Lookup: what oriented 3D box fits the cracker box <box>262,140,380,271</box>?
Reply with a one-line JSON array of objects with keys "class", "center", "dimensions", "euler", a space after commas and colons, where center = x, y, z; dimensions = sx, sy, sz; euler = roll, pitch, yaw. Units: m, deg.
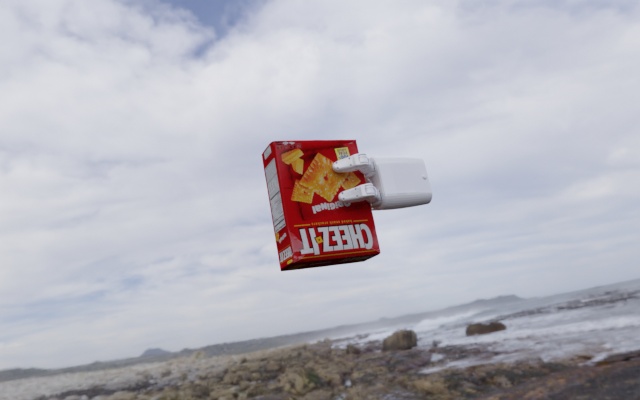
[{"class": "cracker box", "center": [0.000, 0.003, 0.822], "dimensions": [0.164, 0.213, 0.072], "euler": [-3, -18, -25]}]
